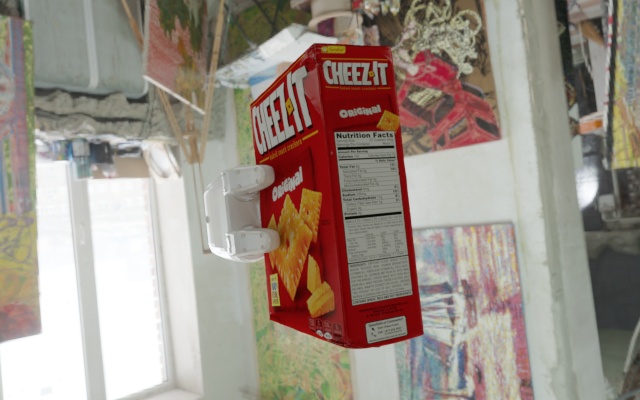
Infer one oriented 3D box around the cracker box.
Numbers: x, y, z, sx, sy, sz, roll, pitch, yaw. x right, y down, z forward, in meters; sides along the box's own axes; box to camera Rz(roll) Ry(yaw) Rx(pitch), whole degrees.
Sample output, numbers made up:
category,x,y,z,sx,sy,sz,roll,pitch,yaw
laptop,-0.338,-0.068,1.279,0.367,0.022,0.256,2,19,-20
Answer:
category,x,y,z,sx,sy,sz,roll,pitch,yaw
cracker box,0.000,0.001,0.401,0.072,0.213,0.164,-5,-3,-25
